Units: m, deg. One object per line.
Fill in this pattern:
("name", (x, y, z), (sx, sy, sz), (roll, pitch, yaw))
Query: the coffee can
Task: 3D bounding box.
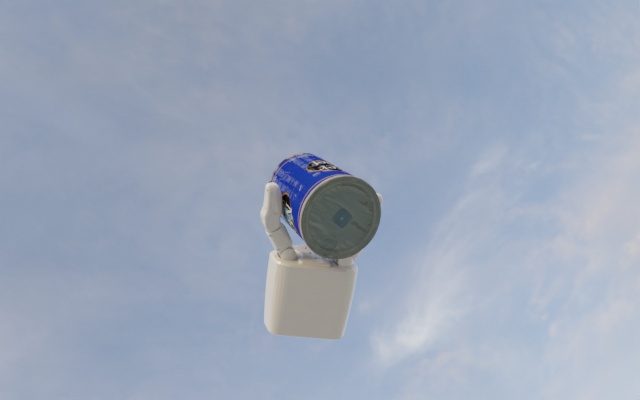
("coffee can", (0.000, 0.002, 0.616), (0.103, 0.103, 0.140), (0, 16, -23))
